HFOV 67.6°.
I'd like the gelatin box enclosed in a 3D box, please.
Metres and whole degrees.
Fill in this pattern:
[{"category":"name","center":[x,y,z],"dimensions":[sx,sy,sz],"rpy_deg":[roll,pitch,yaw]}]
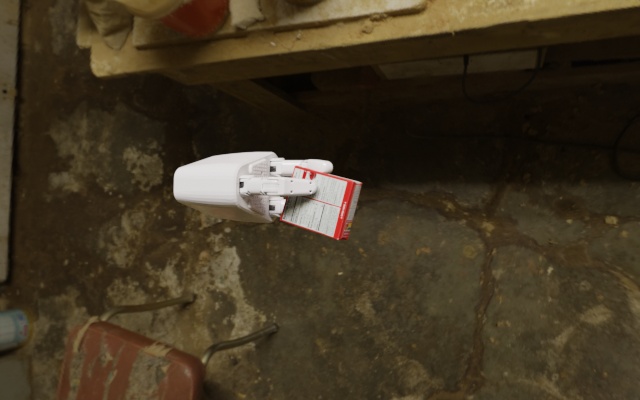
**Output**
[{"category":"gelatin box","center":[0.000,0.002,0.593],"dimensions":[0.089,0.073,0.030],"rpy_deg":[17,5,29]}]
